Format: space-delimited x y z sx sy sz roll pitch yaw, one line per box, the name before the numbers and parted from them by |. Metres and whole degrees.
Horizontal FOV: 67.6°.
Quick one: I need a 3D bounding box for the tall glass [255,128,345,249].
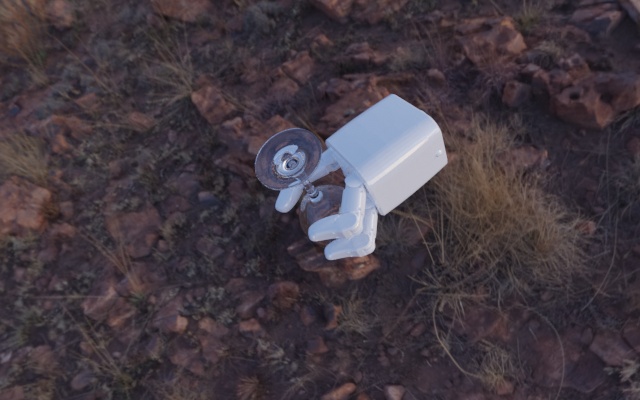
tall glass | 0.000 0.002 0.571 0.079 0.079 0.201 0 -27 22
